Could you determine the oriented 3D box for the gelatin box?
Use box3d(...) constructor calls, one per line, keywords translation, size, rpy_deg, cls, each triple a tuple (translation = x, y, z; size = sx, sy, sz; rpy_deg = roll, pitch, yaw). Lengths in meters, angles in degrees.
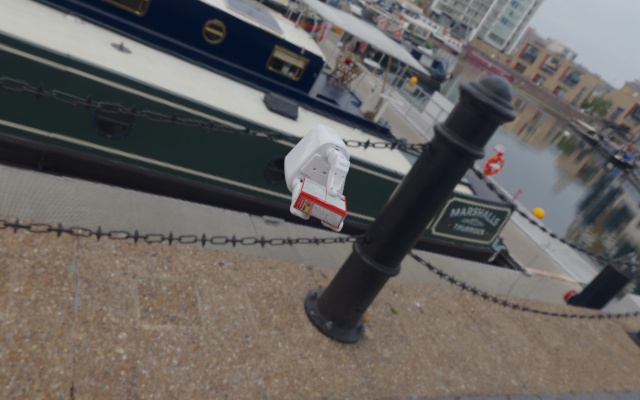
box3d(translation=(0.000, 0.002, 0.713), size=(0.073, 0.030, 0.089), rpy_deg=(26, 16, -6), cls="gelatin box")
